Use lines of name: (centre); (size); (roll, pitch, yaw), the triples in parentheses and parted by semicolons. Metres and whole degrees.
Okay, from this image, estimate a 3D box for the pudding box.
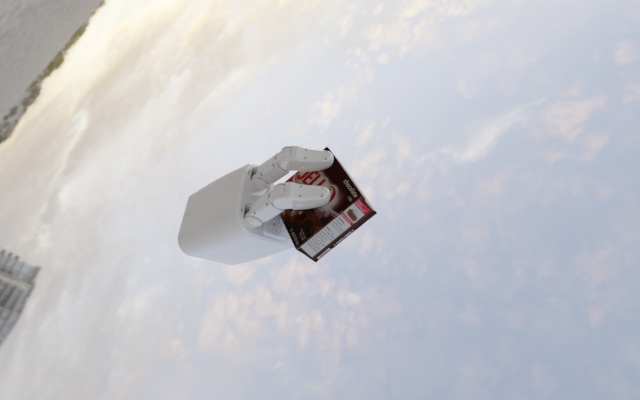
pudding box: (0.000, 0.002, 0.536); (0.039, 0.090, 0.113); (43, 10, -40)
